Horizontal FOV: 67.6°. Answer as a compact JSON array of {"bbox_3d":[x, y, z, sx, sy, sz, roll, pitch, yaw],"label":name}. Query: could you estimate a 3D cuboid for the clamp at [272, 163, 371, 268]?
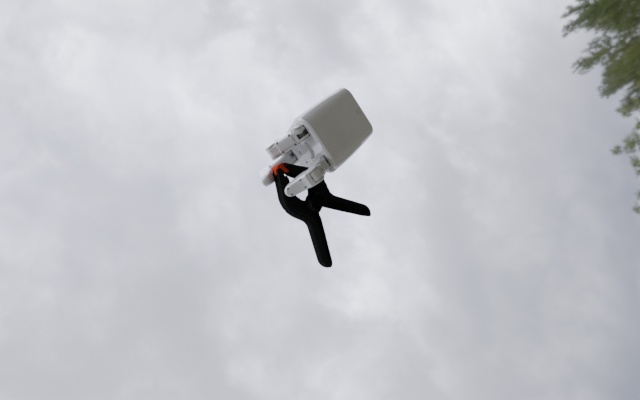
[{"bbox_3d":[0.000,0.002,0.725,0.120,0.171,0.039,-43,15,-30],"label":"clamp"}]
